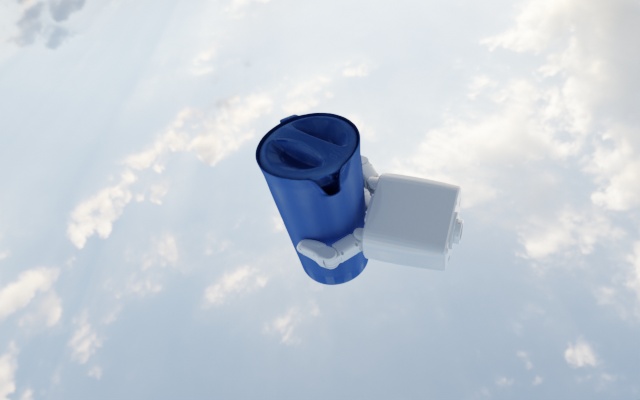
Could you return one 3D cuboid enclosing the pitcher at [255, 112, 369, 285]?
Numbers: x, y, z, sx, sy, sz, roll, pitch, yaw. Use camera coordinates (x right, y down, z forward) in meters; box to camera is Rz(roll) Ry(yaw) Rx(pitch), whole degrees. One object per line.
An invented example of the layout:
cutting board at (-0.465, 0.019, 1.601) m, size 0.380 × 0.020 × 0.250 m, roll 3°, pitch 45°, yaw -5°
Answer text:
pitcher at (0.000, 0.002, 0.679) m, size 0.145 × 0.243 × 0.149 m, roll 10°, pitch 49°, yaw 22°
